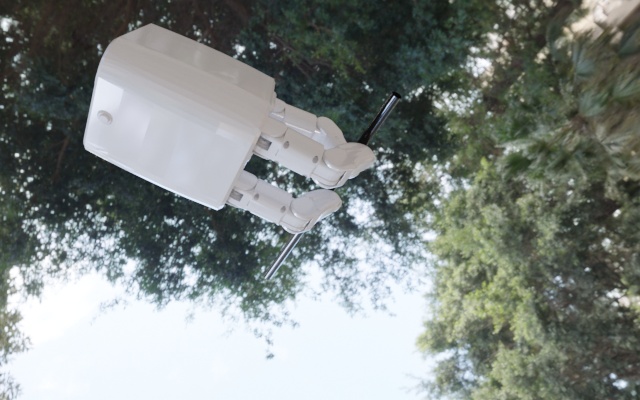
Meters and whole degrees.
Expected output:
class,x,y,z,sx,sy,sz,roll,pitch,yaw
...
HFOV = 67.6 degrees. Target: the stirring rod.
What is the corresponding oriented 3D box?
class,x,y,z,sx,sy,sz,roll,pitch,yaw
stirring rod,0.000,0.001,0.416,0.011,0.011,0.240,0,-40,-36
